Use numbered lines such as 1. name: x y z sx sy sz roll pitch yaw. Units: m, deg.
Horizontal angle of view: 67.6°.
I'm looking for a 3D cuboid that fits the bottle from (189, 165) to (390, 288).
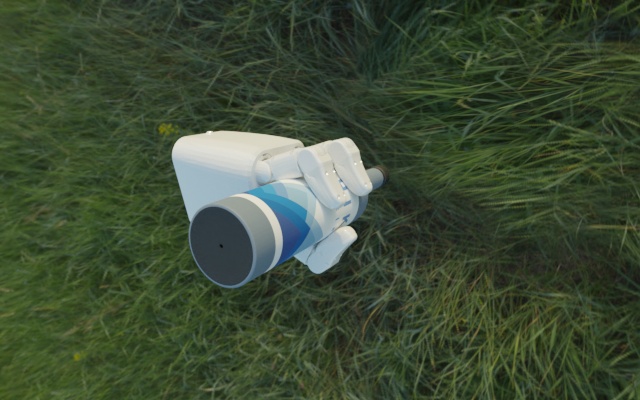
1. bottle: 0.000 0.002 0.478 0.069 0.069 0.295 0 13 31
